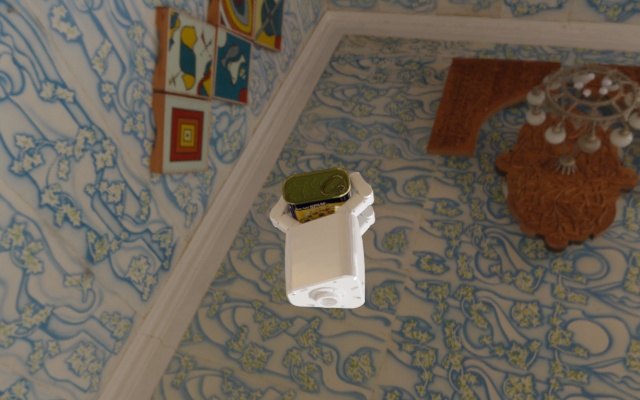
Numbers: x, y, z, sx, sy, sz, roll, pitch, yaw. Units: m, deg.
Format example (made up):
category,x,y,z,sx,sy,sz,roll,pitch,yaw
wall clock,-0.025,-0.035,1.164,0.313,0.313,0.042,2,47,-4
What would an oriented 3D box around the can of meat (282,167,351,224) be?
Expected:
category,x,y,z,sx,sy,sz,roll,pitch,yaw
can of meat,0.000,0.003,0.740,0.102,0.057,0.084,-10,-40,5
